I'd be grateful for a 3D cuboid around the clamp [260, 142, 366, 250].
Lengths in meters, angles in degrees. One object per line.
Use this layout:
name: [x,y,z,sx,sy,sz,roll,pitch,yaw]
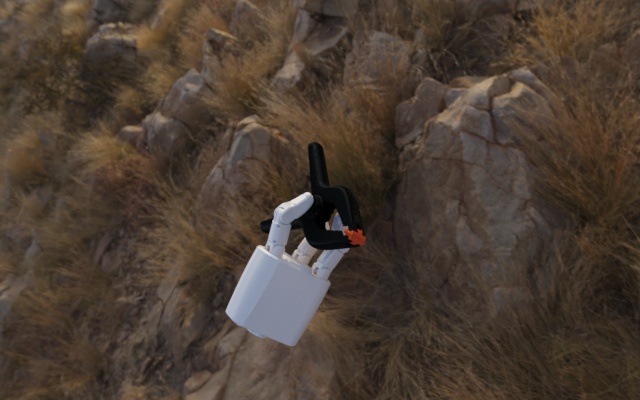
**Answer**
clamp: [0.000,0.002,0.688,0.036,0.164,0.210,28,-2,-38]
